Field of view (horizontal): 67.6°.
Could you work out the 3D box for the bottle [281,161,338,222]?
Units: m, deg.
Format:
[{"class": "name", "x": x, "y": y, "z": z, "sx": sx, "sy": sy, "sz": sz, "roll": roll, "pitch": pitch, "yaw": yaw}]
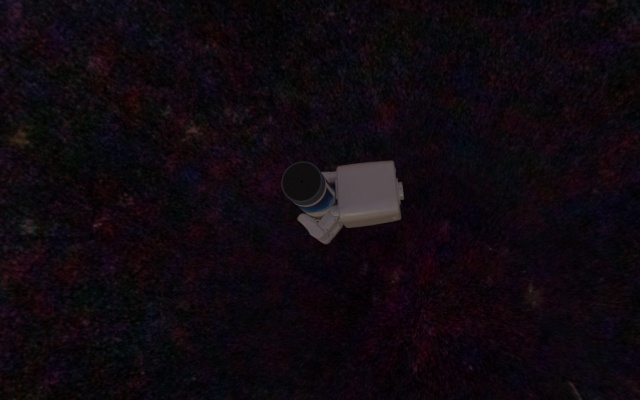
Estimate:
[{"class": "bottle", "x": 0.000, "y": 0.003, "z": 0.885, "sx": 0.069, "sy": 0.069, "sz": 0.296, "roll": 0, "pitch": -13, "yaw": 12}]
